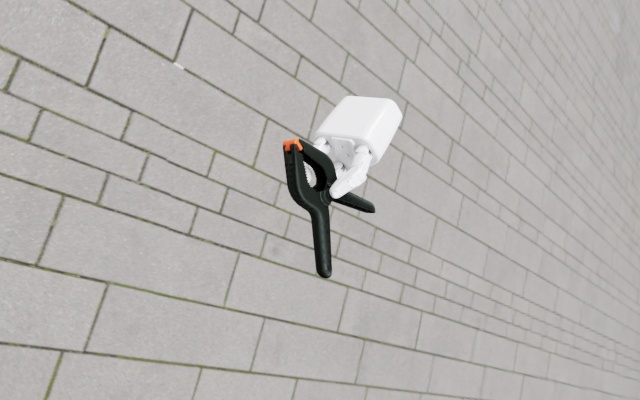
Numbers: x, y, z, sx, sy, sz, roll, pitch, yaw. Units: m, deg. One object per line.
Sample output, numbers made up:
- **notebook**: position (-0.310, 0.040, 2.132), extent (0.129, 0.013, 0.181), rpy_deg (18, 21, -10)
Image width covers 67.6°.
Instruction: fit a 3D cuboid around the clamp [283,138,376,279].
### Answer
- **clamp**: position (0.001, 0.002, 0.721), extent (0.036, 0.164, 0.210), rpy_deg (-4, -46, 43)
